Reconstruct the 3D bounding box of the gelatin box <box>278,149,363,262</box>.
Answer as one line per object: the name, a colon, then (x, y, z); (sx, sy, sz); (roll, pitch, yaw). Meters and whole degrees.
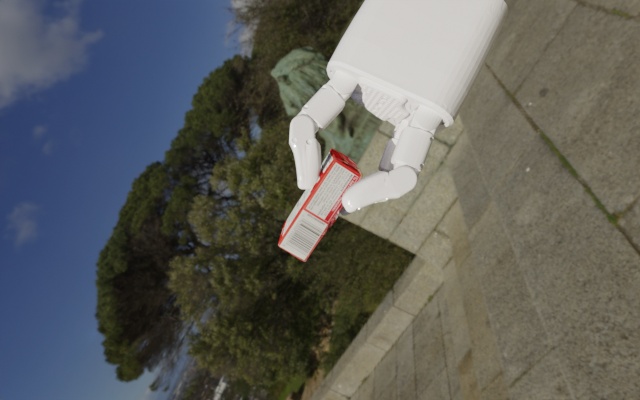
gelatin box: (-0.001, 0.001, 0.416); (0.030, 0.089, 0.073); (32, 9, -7)
